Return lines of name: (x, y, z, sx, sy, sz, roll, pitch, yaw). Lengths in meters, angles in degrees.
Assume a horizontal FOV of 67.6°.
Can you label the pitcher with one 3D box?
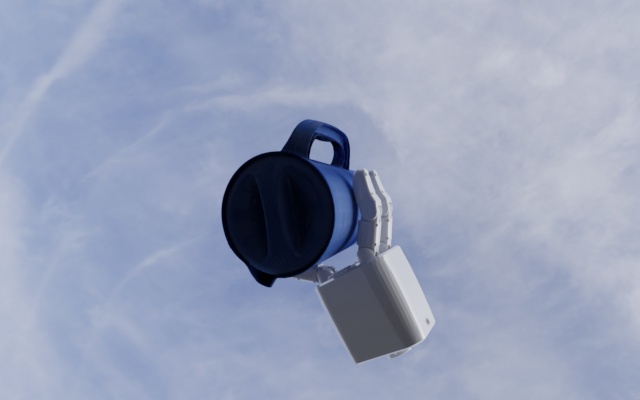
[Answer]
pitcher: (0.000, 0.002, 0.598, 0.149, 0.145, 0.243, -31, -10, 20)
